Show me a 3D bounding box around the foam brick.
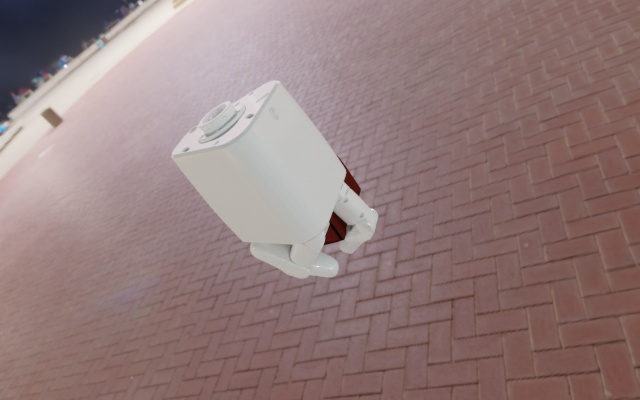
[{"bbox_3d":[0.000,0.001,0.484,0.053,0.051,0.078,-17,34,33],"label":"foam brick"}]
